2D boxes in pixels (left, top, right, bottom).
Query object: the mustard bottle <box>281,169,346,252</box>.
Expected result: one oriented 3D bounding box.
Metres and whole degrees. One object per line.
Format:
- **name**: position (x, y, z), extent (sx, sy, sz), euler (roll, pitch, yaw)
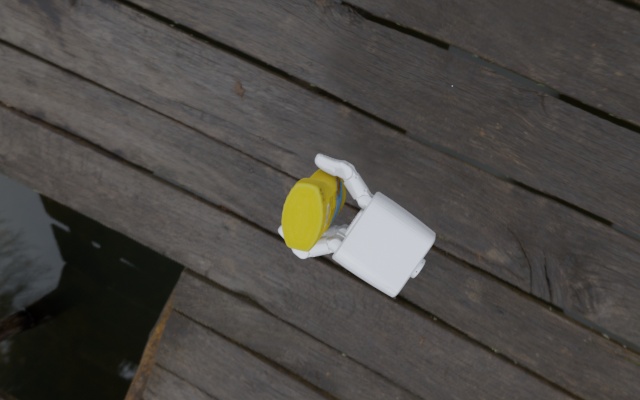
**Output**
- **mustard bottle**: position (0.000, 0.002, 0.713), extent (0.058, 0.096, 0.191), euler (11, 16, 13)
